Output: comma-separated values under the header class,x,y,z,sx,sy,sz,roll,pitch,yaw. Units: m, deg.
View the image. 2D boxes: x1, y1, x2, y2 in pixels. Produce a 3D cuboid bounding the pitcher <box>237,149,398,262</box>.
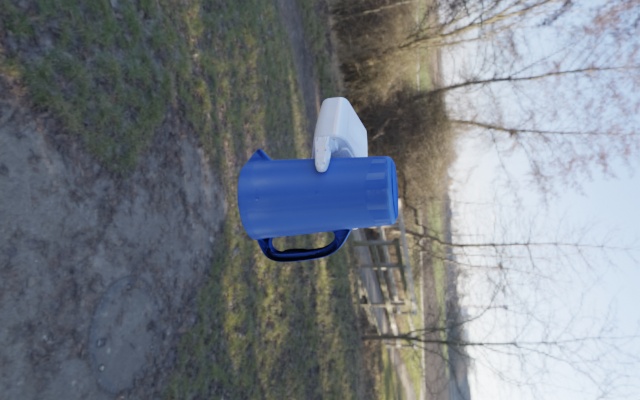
class,x,y,z,sx,sy,sz,roll,pitch,yaw
pitcher,0.000,0.002,0.771,0.243,0.145,0.149,-4,-42,14
